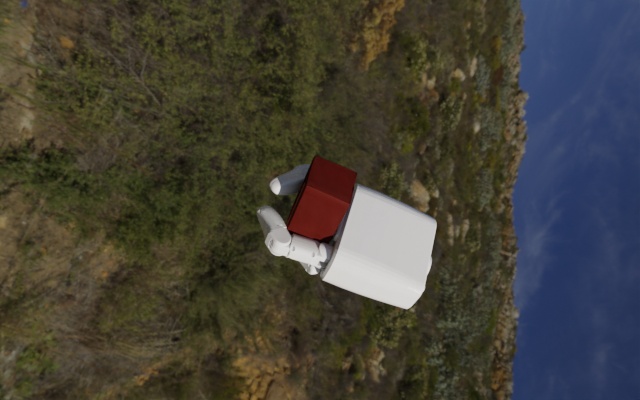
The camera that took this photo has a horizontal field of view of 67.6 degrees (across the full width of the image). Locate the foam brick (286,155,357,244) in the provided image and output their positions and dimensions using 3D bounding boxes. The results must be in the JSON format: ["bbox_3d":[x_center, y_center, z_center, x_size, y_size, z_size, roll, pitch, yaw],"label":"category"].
[{"bbox_3d":[0.000,0.002,0.514,0.051,0.078,0.053,22,43,-4],"label":"foam brick"}]
